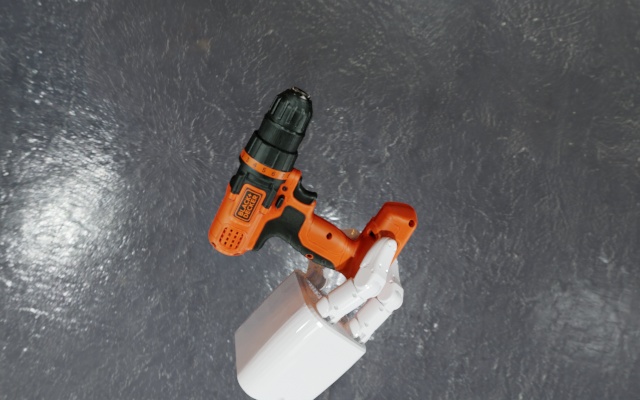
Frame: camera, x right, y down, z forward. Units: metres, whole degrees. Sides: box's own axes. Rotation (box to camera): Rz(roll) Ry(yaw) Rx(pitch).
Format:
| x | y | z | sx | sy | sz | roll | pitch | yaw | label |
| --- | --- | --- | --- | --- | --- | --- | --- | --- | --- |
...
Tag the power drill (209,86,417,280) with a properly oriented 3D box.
| x | y | z | sx | sy | sz | roll | pitch | yaw | label |
| --- | --- | --- | --- | --- | --- | --- | --- | --- | --- |
| 0.000 | 0.002 | 0.490 | 0.187 | 0.184 | 0.057 | 26 | 20 | -10 | power drill |
